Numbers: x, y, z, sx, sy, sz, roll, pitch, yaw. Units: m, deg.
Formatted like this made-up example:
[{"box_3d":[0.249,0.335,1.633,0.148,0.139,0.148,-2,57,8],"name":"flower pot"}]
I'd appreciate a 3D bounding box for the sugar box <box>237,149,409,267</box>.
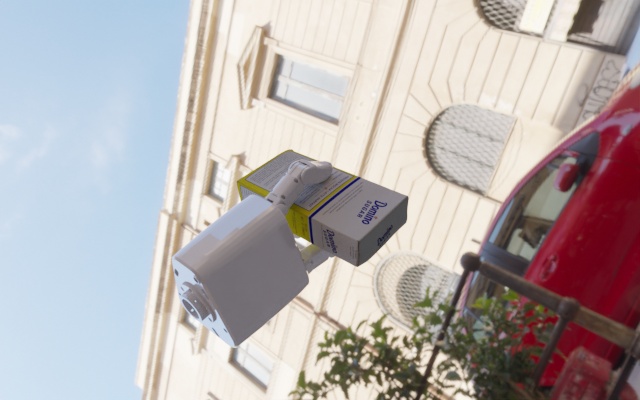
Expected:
[{"box_3d":[0.000,0.002,0.540,0.176,0.048,0.093,27,48,31],"name":"sugar box"}]
